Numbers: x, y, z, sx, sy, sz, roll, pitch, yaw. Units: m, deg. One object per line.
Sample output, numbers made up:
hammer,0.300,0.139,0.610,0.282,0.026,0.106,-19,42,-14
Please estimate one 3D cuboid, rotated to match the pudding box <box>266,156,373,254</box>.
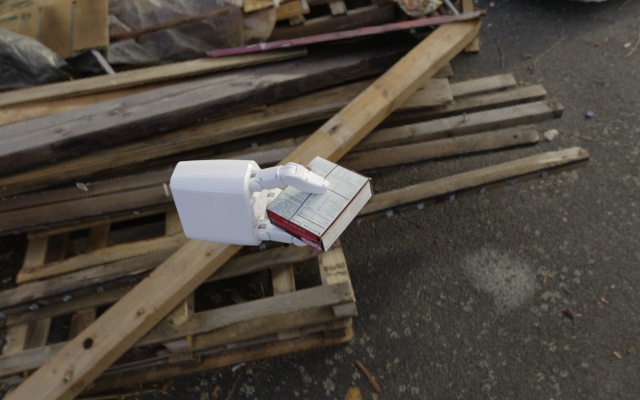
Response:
pudding box,0.000,0.002,0.612,0.090,0.113,0.039,27,-28,27
